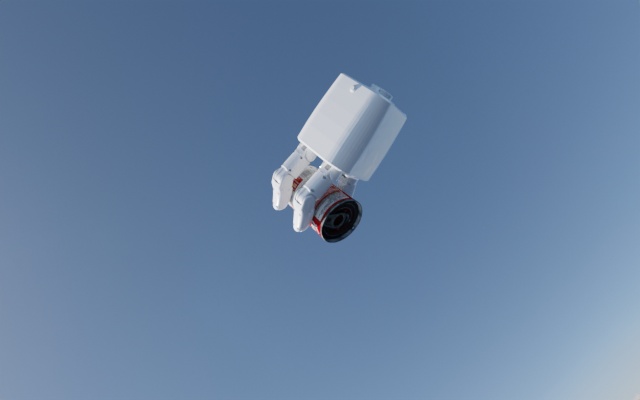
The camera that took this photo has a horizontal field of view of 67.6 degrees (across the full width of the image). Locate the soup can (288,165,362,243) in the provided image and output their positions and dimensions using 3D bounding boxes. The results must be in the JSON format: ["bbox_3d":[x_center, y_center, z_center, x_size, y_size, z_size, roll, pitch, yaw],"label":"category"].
[{"bbox_3d":[0.000,0.002,0.664,0.068,0.068,0.102,0,31,-42],"label":"soup can"}]
